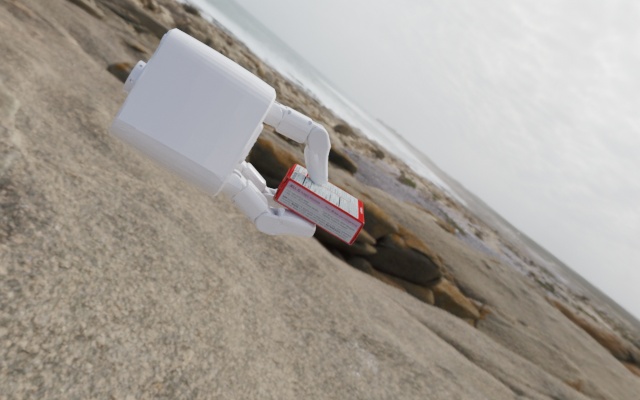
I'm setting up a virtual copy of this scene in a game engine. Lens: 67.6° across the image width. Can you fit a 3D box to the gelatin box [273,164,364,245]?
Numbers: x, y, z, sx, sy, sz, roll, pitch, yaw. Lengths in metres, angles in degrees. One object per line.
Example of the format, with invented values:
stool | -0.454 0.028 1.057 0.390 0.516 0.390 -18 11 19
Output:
gelatin box | 0.001 0.001 0.485 0.089 0.030 0.073 30 15 -5
